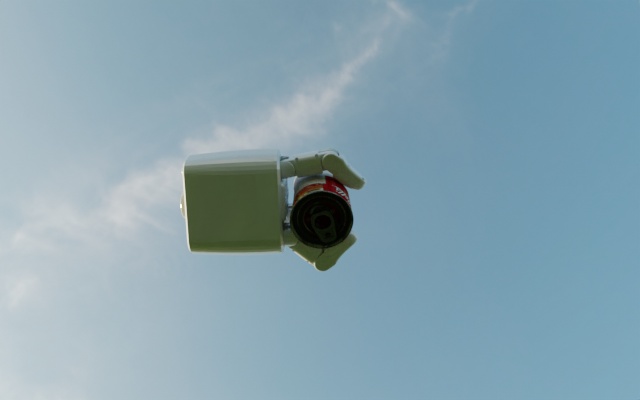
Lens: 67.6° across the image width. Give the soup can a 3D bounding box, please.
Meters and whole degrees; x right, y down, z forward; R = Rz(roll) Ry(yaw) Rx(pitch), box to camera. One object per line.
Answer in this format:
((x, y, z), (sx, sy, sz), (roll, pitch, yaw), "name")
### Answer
((0.001, 0.002, 0.550), (0.068, 0.068, 0.102), (0, 23, -1), "soup can")
